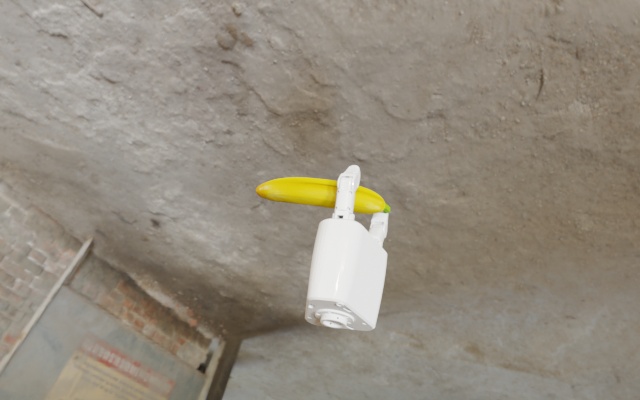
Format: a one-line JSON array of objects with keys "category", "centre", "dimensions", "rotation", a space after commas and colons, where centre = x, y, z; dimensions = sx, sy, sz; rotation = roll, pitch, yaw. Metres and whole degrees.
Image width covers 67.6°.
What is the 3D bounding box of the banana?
[{"category": "banana", "centre": [0.005, -0.005, 0.668], "dimensions": [0.198, 0.037, 0.070], "rotation": [10, -24, 0]}]
